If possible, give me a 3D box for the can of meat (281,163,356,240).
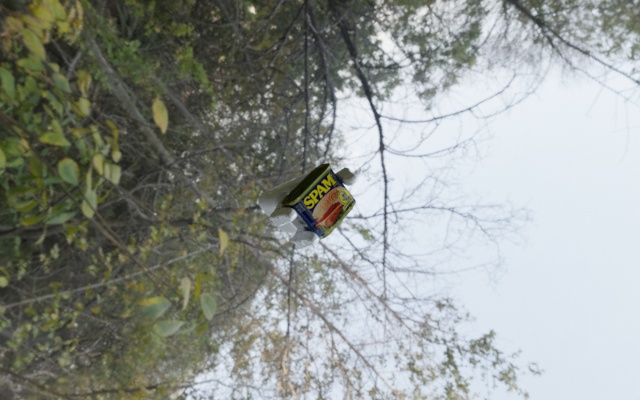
[{"bbox_3d":[0.000,0.003,0.795,0.102,0.084,0.057,-46,19,-23],"label":"can of meat"}]
